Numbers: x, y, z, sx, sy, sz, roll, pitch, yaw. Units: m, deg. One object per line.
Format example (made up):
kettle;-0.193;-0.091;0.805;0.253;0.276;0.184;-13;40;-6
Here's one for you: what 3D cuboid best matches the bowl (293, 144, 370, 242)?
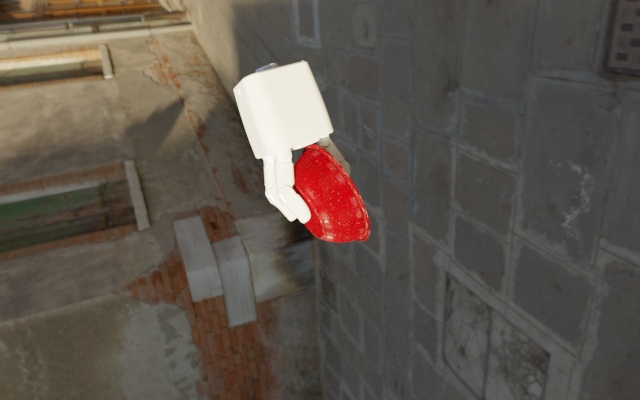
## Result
bowl;0.000;0.004;0.681;0.055;0.162;0.162;-32;11;-17
